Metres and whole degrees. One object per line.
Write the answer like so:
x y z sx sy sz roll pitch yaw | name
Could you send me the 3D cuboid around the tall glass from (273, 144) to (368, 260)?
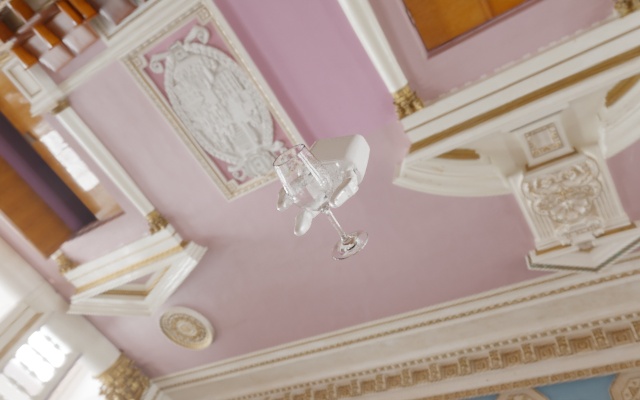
0.001 0.003 0.807 0.079 0.201 0.079 -29 23 13 | tall glass
